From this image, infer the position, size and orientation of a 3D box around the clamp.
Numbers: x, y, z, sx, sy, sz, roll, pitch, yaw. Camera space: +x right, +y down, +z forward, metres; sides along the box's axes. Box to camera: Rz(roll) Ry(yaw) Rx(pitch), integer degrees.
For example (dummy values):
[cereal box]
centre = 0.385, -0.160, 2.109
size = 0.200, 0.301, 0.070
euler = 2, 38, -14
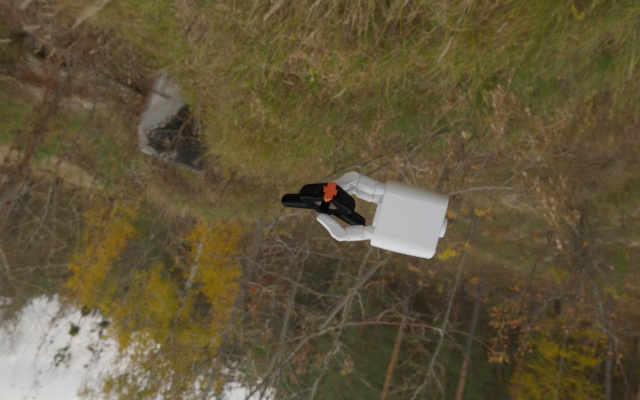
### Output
[clamp]
centre = 0.000, 0.003, 0.822
size = 0.164, 0.036, 0.210
euler = 15, -11, 7
